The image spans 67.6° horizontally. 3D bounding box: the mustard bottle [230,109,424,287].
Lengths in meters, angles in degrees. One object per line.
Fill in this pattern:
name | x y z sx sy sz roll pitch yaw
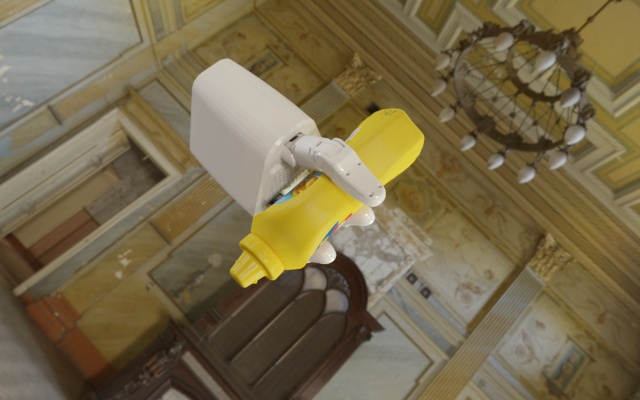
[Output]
mustard bottle | 0.000 0.001 0.408 0.191 0.058 0.096 -42 5 -20
